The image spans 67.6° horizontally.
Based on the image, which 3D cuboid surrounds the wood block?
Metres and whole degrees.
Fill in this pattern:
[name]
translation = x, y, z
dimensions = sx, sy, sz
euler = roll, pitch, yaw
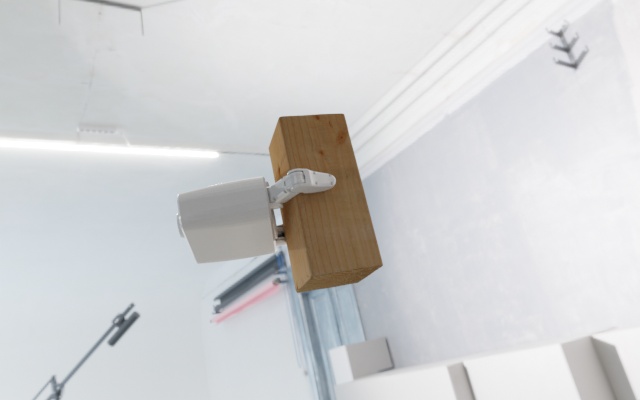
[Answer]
[wood block]
translation = 0.000, 0.002, 0.611
dimensions = 0.090, 0.206, 0.091
euler = -6, -20, -18
